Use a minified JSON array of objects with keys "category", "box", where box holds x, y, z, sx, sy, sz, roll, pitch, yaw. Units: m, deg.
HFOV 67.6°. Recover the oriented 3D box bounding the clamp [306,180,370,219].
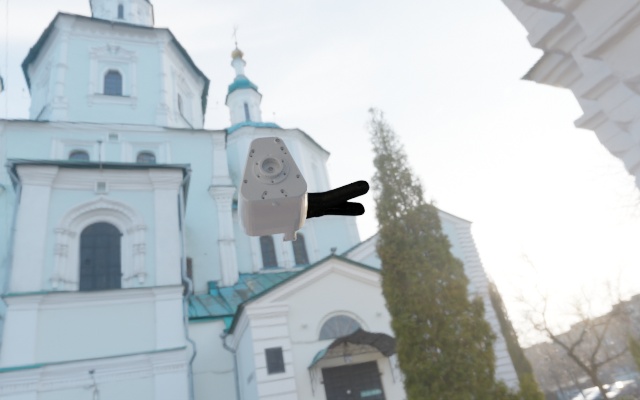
[{"category":"clamp","box":[0.000,0.002,0.771,0.171,0.039,0.120,-6,-27,-10]}]
